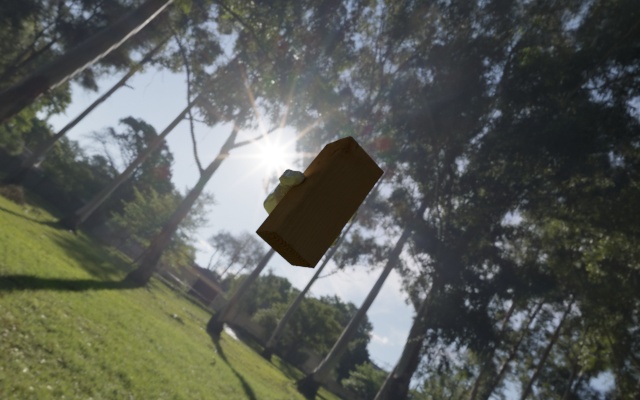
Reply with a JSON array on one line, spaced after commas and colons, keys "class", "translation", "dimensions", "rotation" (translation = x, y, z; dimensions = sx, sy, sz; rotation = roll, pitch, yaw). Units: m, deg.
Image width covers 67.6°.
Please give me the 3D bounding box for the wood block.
[{"class": "wood block", "translation": [0.000, 0.002, 0.792], "dimensions": [0.091, 0.206, 0.090], "rotation": [45, -22, -19]}]
